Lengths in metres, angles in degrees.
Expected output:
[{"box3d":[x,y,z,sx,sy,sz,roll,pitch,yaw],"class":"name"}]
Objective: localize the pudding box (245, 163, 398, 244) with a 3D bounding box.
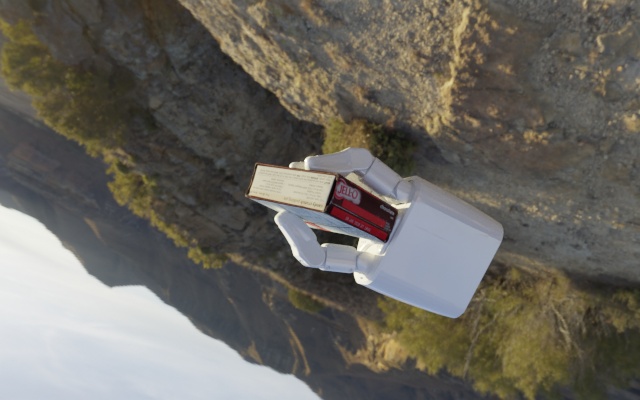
[{"box3d":[0.000,0.002,0.438,0.113,0.039,0.090,8,-15,45],"class":"pudding box"}]
